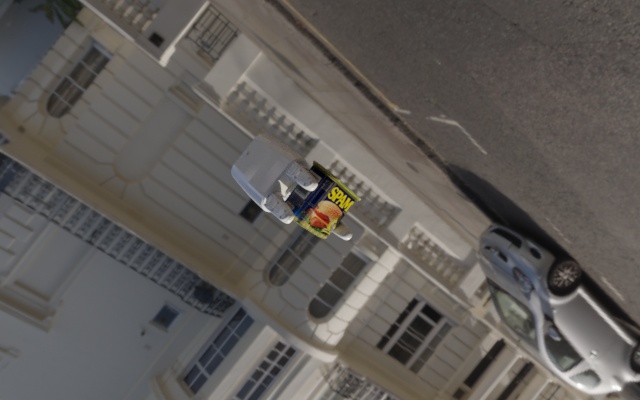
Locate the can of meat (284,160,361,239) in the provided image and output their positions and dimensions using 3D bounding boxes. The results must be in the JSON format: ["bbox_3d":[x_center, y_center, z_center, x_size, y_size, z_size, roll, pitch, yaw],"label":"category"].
[{"bbox_3d":[0.000,0.003,0.703,0.057,0.084,0.102,40,2,34],"label":"can of meat"}]
